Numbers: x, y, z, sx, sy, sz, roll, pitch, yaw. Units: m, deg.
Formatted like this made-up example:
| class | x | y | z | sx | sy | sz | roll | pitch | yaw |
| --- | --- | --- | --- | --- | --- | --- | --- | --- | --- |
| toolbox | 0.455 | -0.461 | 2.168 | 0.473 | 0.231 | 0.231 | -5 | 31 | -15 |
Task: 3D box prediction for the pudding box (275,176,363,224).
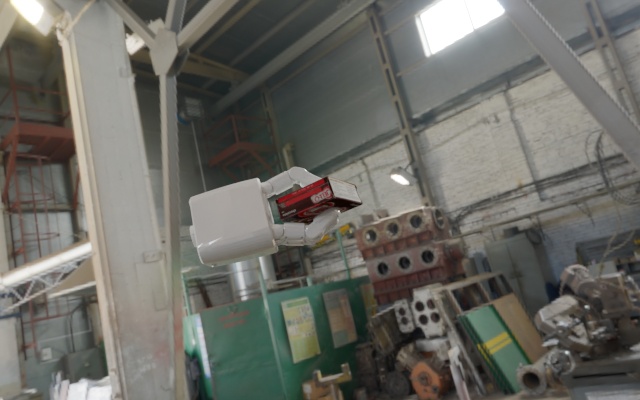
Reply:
| class | x | y | z | sx | sy | sz | roll | pitch | yaw |
| --- | --- | --- | --- | --- | --- | --- | --- | --- | --- |
| pudding box | 0.000 | 0.002 | 0.708 | 0.090 | 0.039 | 0.113 | -22 | -12 | 22 |
